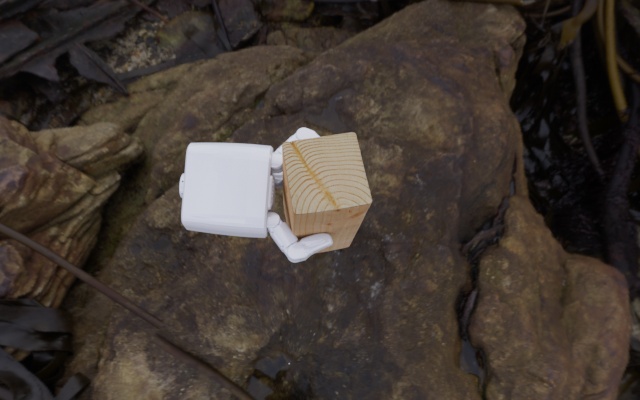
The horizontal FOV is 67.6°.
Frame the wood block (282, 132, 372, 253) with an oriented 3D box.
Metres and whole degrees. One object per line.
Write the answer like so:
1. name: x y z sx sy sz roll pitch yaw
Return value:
1. wood block: 0.000 0.002 0.630 0.090 0.090 0.206 -9 -18 -7
